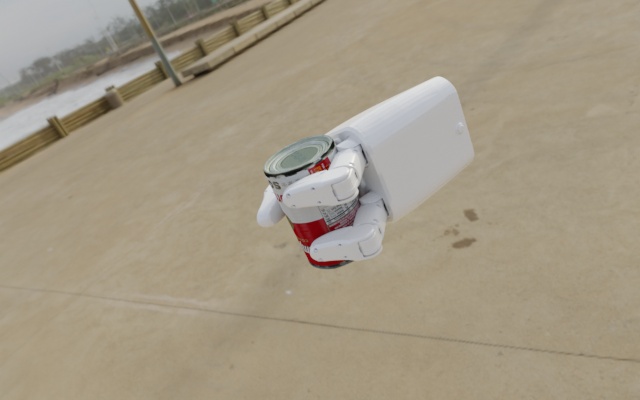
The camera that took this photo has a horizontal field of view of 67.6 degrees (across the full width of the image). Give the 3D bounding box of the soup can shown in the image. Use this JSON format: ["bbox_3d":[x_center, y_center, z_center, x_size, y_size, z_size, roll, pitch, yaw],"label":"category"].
[{"bbox_3d":[-0.001,0.001,0.428,0.068,0.102,0.068,-20,26,10],"label":"soup can"}]
